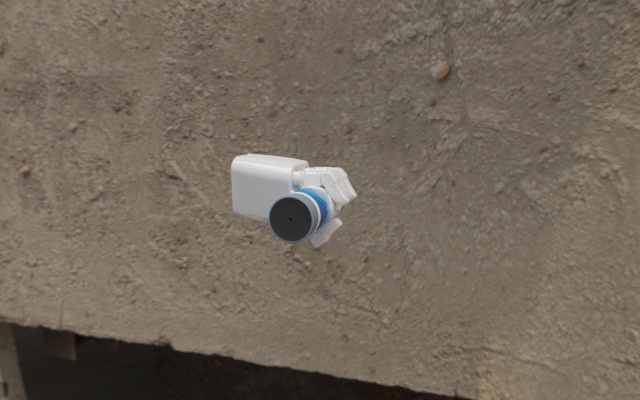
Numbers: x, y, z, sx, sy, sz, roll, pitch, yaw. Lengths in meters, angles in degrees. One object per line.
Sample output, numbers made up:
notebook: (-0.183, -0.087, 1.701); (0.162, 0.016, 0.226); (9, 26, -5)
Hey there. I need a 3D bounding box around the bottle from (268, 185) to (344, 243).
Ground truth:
bottle: (0.000, 0.003, 0.794); (0.069, 0.069, 0.295); (0, 9, 17)
